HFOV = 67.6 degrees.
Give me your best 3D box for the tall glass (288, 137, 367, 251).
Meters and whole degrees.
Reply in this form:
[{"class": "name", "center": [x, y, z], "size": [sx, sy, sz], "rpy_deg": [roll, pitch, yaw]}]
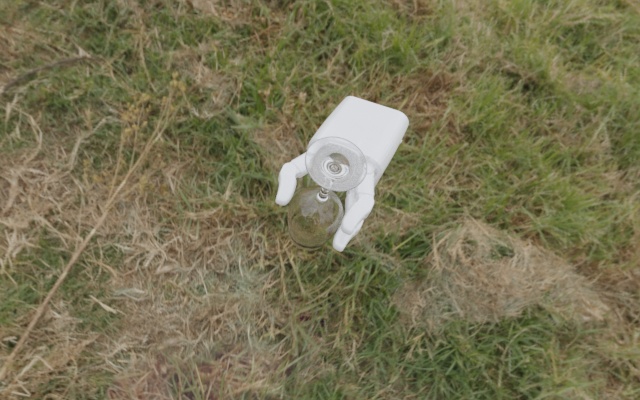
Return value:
[{"class": "tall glass", "center": [0.000, 0.002, 0.638], "size": [0.079, 0.079, 0.201], "rpy_deg": [0, -28, -12]}]
